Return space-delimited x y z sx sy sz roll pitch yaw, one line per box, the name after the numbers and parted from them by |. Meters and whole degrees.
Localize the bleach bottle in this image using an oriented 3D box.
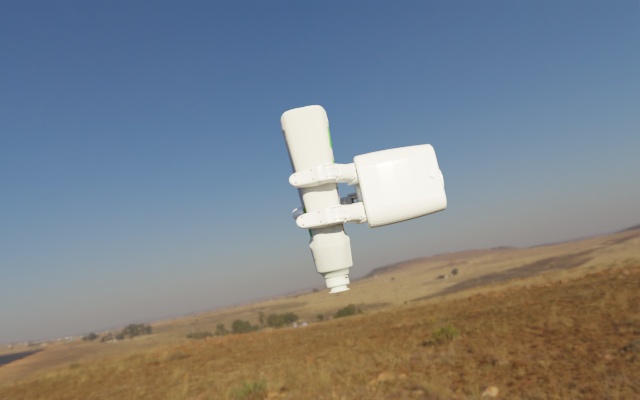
0.000 0.002 0.668 0.068 0.250 0.102 -12 -10 -1 | bleach bottle
